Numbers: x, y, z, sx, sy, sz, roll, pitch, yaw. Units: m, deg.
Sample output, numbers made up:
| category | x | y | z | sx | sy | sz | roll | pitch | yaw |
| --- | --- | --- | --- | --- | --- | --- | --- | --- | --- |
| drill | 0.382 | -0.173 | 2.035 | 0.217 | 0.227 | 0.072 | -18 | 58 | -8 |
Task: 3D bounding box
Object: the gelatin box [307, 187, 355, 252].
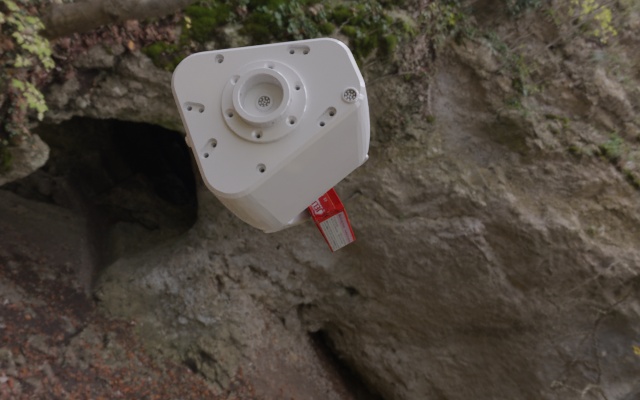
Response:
| category | x | y | z | sx | sy | sz | roll | pitch | yaw |
| --- | --- | --- | --- | --- | --- | --- | --- | --- | --- |
| gelatin box | 0.001 | 0.001 | 0.458 | 0.030 | 0.073 | 0.089 | -28 | -25 | -1 |
